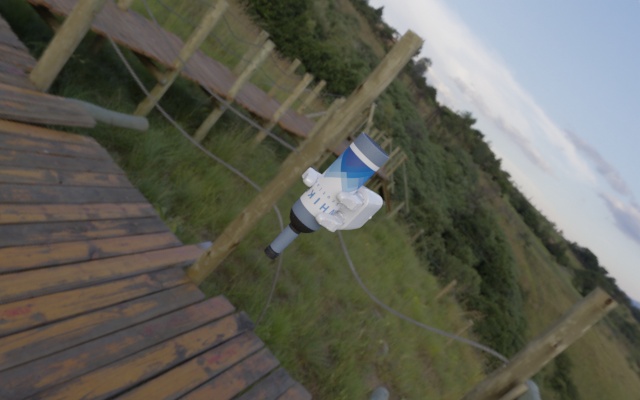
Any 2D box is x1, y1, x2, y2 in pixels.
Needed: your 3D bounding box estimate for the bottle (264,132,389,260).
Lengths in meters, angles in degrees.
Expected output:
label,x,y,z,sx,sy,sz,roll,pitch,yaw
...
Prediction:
label,x,y,z,sx,sy,sz,roll,pitch,yaw
bottle,0.000,0.003,0.889,0.296,0.069,0.069,-46,-15,15
